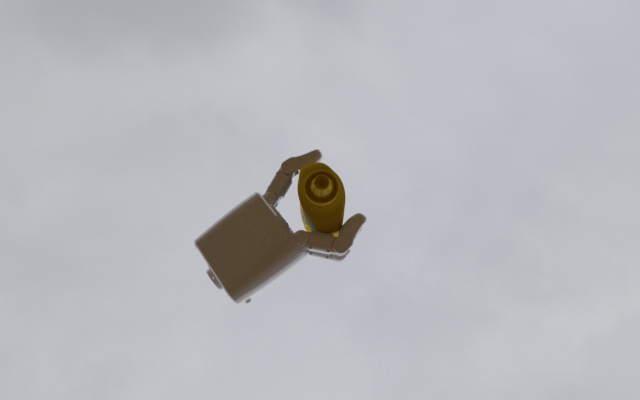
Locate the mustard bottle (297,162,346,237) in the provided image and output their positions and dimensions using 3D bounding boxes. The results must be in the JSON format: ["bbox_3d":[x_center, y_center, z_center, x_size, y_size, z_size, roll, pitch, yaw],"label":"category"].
[{"bbox_3d":[0.000,0.002,0.633,0.058,0.096,0.192,-13,-13,-3],"label":"mustard bottle"}]
